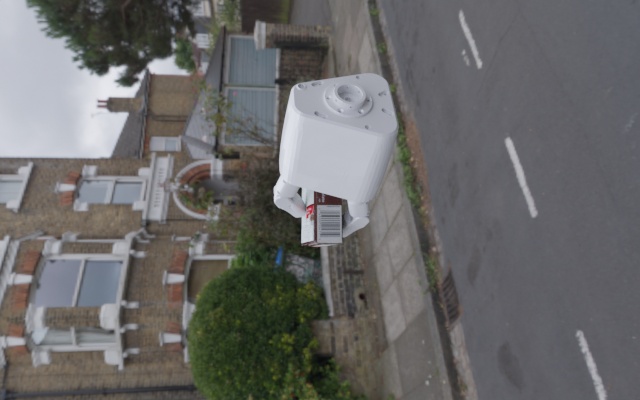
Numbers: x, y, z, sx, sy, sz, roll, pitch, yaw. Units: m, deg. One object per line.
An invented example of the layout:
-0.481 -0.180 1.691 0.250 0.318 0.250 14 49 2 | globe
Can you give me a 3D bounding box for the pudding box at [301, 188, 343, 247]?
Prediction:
0.000 0.002 0.614 0.039 0.113 0.090 3 -8 -11 | pudding box
